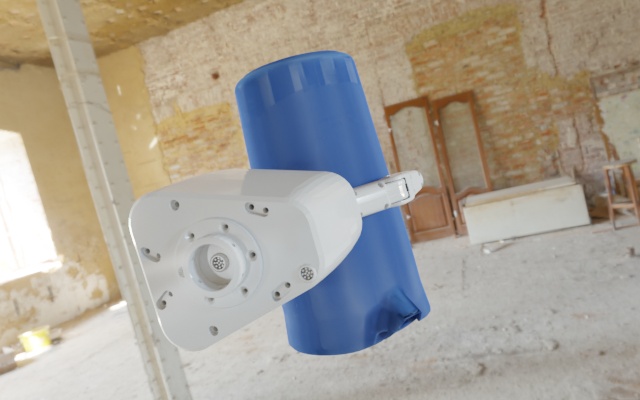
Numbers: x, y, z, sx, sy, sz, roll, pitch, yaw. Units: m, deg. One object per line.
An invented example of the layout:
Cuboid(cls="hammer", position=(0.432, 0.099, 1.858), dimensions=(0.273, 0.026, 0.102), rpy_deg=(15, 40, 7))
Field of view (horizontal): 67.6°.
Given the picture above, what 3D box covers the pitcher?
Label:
Cuboid(cls="pitcher", position=(0.000, 0.001, 0.436), dimensions=(0.149, 0.243, 0.145), rpy_deg=(-13, 5, 17))
